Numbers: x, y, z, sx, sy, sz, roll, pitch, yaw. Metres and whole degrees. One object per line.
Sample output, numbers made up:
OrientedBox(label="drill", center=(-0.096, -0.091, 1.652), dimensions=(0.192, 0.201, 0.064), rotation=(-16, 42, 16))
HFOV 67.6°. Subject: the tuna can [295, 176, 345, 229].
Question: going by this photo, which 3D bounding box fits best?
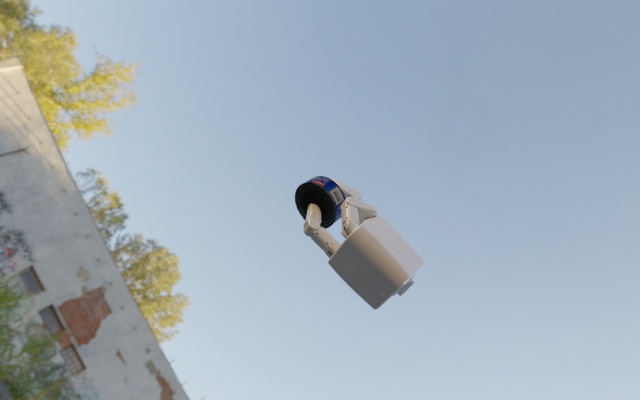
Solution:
OrientedBox(label="tuna can", center=(0.000, 0.002, 0.801), dimensions=(0.086, 0.086, 0.033), rotation=(0, 25, 40))
